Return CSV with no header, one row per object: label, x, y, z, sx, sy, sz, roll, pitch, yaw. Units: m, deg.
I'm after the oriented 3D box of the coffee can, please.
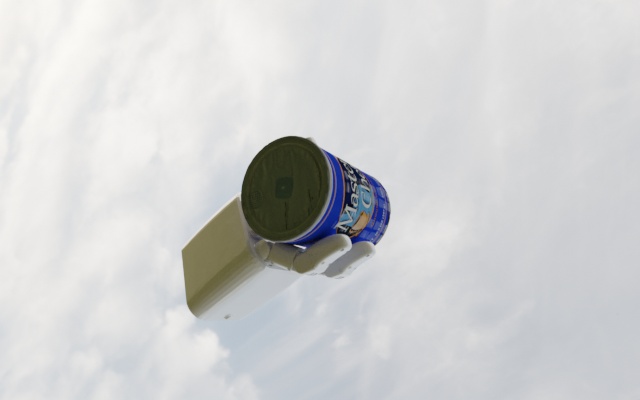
coffee can,0.000,0.001,0.505,0.103,0.103,0.140,0,-12,32
